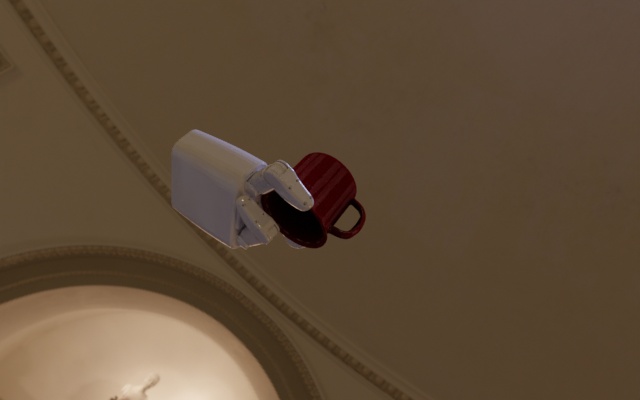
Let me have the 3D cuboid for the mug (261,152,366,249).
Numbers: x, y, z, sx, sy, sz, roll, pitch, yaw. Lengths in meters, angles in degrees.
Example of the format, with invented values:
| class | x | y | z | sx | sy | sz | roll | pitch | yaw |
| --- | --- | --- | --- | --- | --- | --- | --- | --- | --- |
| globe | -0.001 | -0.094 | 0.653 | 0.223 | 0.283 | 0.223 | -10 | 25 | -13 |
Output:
| class | x | y | z | sx | sy | sz | roll | pitch | yaw |
| --- | --- | --- | --- | --- | --- | --- | --- | --- | --- |
| mug | 0.001 | 0.002 | 0.567 | 0.117 | 0.081 | 0.093 | 29 | -34 | 18 |
